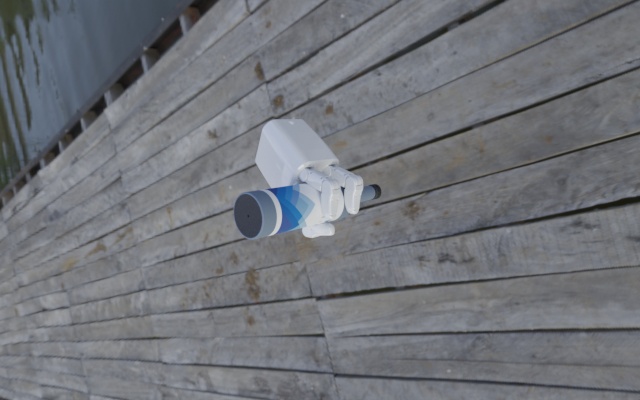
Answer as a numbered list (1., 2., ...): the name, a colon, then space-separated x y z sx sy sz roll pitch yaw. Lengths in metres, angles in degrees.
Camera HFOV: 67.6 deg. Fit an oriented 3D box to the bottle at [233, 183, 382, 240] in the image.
1. bottle: 0.000 0.003 0.763 0.069 0.069 0.295 0 7 43
